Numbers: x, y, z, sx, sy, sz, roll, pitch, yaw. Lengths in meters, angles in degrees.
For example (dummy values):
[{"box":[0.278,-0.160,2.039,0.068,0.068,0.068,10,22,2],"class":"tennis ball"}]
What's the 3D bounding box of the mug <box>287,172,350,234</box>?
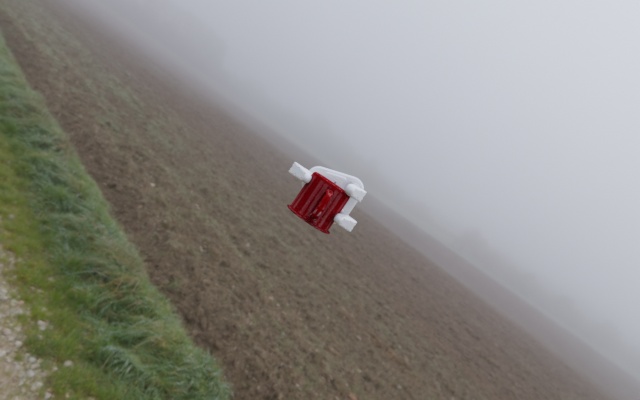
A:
[{"box":[0.000,0.003,0.851,0.093,0.081,0.117,34,4,-3],"class":"mug"}]
